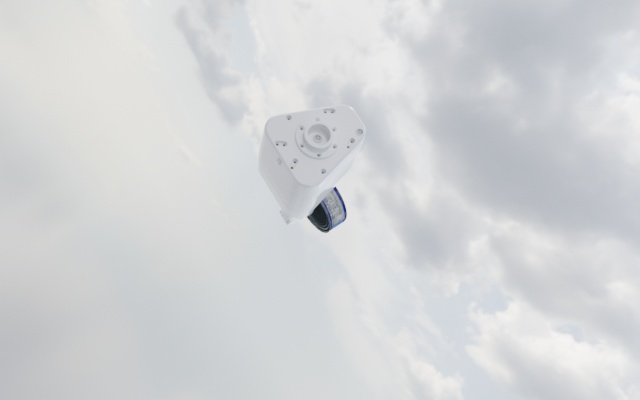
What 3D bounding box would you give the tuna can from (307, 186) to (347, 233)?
[{"bbox_3d":[0.001,0.002,0.690,0.033,0.086,0.086,-32,12,-20],"label":"tuna can"}]
